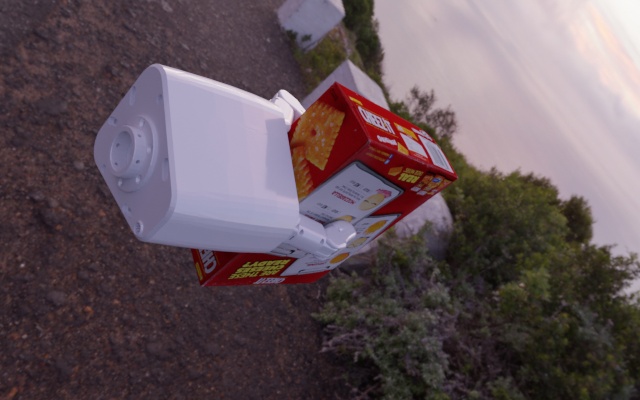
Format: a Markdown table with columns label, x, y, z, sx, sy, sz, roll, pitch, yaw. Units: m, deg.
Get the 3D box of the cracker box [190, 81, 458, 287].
| label | x | y | z | sx | sy | sz | roll | pitch | yaw |
| --- | --- | --- | --- | --- | --- | --- | --- | --- | --- |
| cracker box | 0.000 | 0.002 | 0.460 | 0.214 | 0.072 | 0.164 | -39 | -29 | 28 |
